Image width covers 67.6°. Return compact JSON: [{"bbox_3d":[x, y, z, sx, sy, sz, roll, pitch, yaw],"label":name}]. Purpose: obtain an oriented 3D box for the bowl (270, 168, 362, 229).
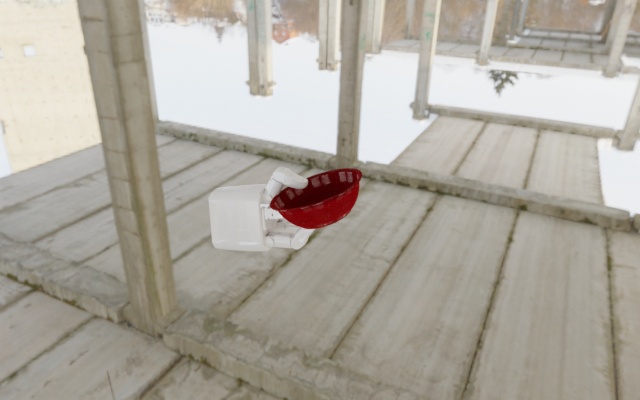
[{"bbox_3d":[0.001,0.003,0.795,0.162,0.055,0.162,-18,18,6],"label":"bowl"}]
